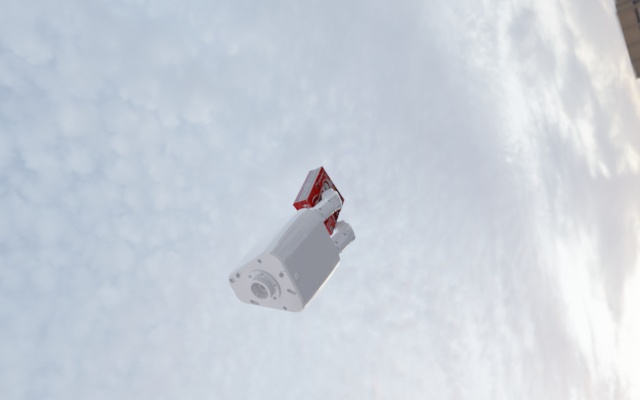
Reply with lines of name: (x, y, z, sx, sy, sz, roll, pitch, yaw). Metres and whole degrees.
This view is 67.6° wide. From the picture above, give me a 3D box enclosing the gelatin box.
gelatin box: (0.000, 0.002, 0.738, 0.030, 0.073, 0.089, -18, 31, 31)
